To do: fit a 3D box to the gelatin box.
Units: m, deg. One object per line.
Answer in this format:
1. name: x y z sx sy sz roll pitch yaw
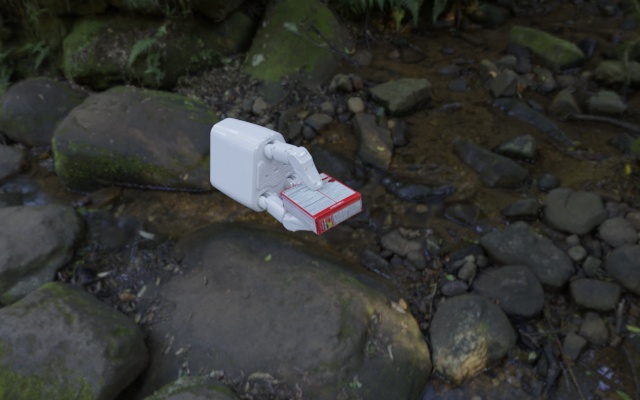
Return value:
1. gelatin box: 0.000 0.002 0.635 0.073 0.030 0.089 -27 36 -25
